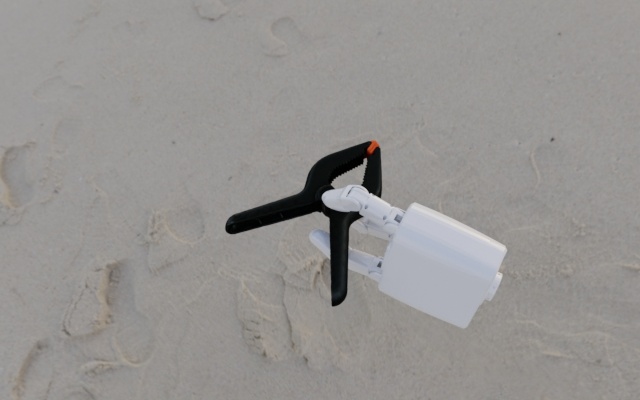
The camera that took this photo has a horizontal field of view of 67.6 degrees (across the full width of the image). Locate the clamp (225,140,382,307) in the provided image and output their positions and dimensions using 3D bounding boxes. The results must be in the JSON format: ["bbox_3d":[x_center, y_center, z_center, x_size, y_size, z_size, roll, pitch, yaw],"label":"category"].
[{"bbox_3d":[0.001,0.001,0.570,0.164,0.210,0.036,26,-27,15],"label":"clamp"}]
